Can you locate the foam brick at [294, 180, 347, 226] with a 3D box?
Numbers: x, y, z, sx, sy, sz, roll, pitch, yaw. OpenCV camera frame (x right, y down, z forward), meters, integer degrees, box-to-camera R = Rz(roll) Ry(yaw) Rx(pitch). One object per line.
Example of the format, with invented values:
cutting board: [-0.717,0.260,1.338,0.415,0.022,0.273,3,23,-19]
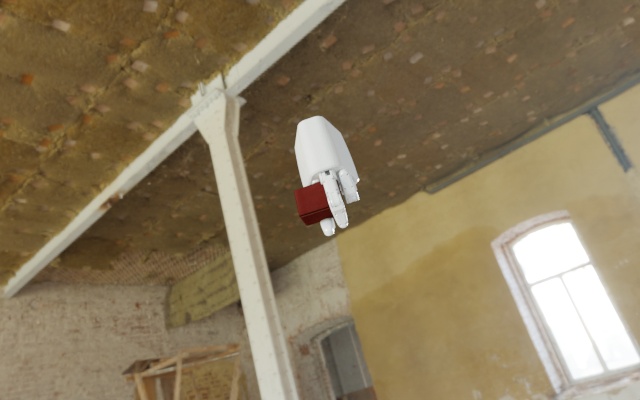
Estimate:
foam brick: [0.000,0.003,0.817,0.078,0.051,0.053,-18,-22,3]
